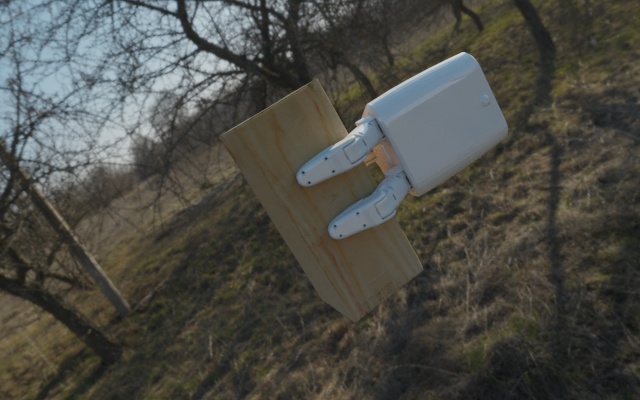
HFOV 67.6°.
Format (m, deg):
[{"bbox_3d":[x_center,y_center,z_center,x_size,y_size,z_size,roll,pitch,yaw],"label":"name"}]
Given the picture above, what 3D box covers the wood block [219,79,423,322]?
[{"bbox_3d":[0.000,0.001,0.466,0.090,0.206,0.091,-34,14,-14],"label":"wood block"}]
